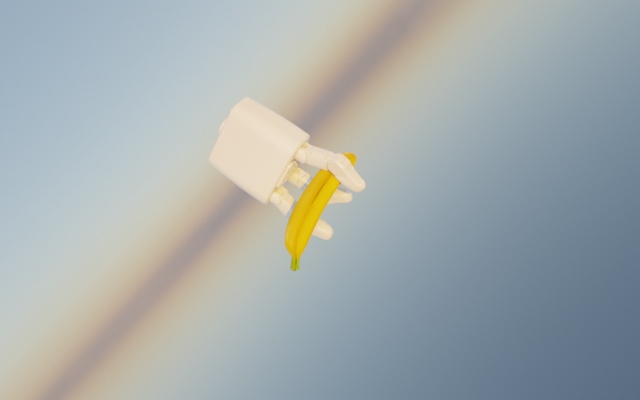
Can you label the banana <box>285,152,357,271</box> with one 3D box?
[{"bbox_3d":[-0.002,-0.003,0.653,0.037,0.197,0.070,25,-23,12],"label":"banana"}]
